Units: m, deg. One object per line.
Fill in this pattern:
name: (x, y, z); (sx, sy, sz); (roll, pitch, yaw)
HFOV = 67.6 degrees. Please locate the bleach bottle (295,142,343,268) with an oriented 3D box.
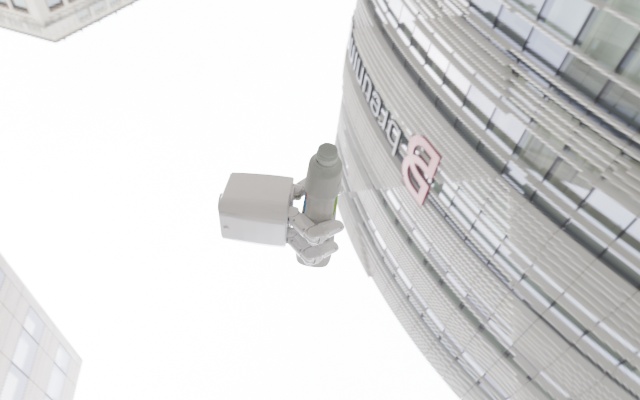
bleach bottle: (0.000, 0.003, 0.766); (0.068, 0.102, 0.251); (7, -40, 0)
